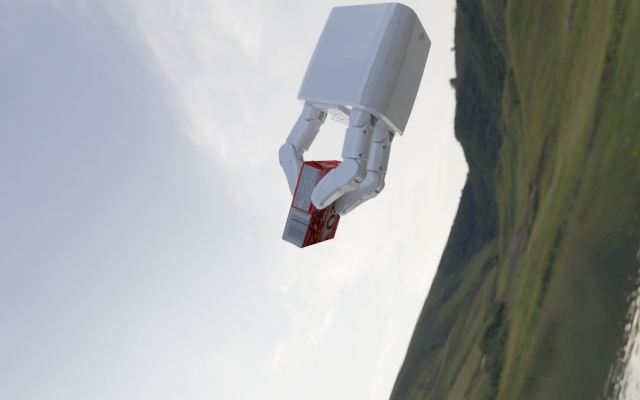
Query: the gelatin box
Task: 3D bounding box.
[{"bbox_3d":[0.000,0.002,0.507,0.030,0.089,0.073,23,15,25],"label":"gelatin box"}]
